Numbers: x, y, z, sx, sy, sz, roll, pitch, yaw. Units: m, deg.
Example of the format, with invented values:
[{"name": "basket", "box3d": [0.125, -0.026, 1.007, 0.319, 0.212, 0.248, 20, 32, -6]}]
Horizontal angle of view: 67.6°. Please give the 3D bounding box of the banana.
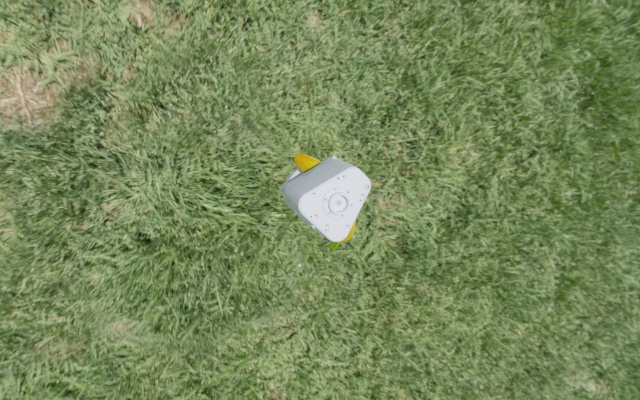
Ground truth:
[{"name": "banana", "box3d": [0.018, -0.001, 0.844, 0.069, 0.198, 0.037, -23, 20, -4]}]
